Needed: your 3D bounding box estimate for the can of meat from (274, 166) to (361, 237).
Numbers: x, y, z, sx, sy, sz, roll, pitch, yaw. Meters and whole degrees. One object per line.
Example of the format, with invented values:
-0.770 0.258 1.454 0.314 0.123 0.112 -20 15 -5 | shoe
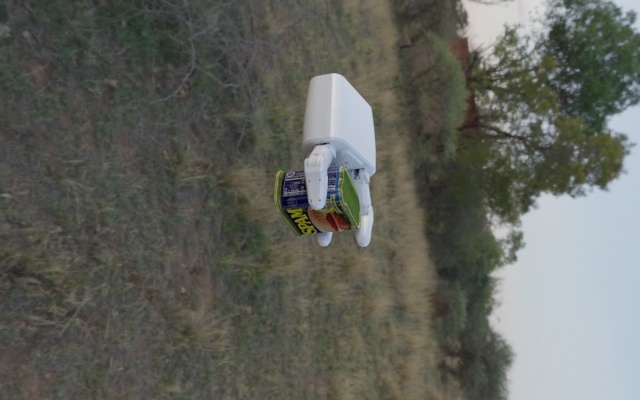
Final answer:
0.000 0.002 0.598 0.084 0.057 0.102 -6 -31 16 | can of meat
